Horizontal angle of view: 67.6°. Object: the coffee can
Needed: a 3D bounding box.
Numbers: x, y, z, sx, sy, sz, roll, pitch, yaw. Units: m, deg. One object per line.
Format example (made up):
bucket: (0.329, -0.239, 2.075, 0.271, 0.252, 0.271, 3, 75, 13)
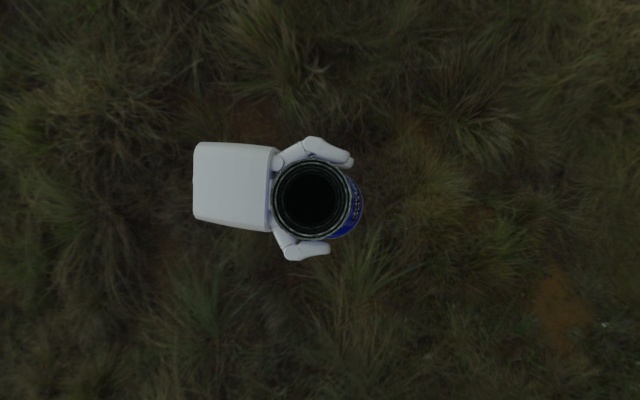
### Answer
coffee can: (0.000, 0.002, 0.646, 0.103, 0.103, 0.140, 0, -3, 10)
